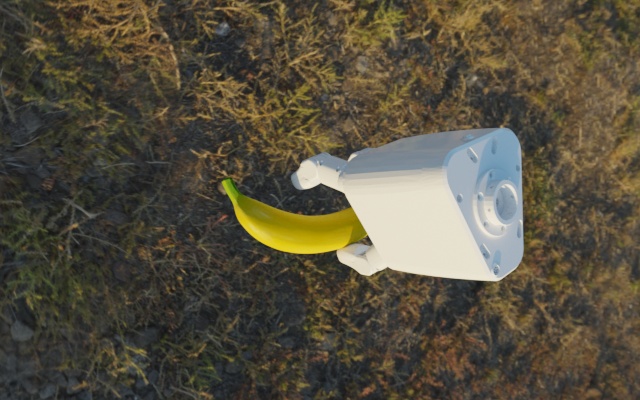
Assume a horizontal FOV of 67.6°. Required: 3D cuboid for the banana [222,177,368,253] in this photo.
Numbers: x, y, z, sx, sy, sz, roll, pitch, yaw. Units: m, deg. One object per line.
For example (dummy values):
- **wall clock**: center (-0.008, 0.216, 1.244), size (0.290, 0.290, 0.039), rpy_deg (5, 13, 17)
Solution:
- **banana**: center (-0.003, 0.020, 0.486), size (0.198, 0.069, 0.037), rpy_deg (7, -8, -33)
